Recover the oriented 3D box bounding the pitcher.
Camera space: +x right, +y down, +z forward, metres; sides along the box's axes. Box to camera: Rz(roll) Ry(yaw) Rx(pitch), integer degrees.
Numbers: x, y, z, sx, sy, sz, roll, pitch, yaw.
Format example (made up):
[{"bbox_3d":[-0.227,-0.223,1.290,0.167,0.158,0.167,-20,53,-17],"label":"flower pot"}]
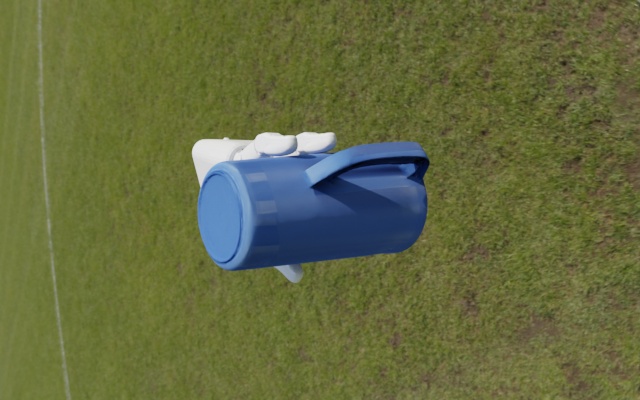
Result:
[{"bbox_3d":[0.000,0.002,0.528,0.243,0.149,0.145,-5,16,-39],"label":"pitcher"}]
